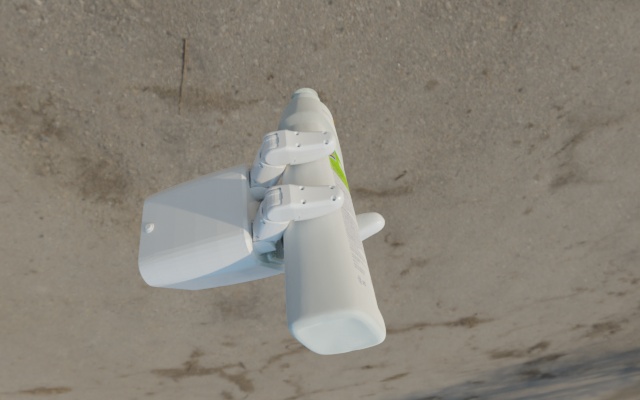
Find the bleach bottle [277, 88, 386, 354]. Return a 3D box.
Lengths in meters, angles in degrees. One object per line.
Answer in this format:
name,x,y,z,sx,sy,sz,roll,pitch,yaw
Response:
bleach bottle,0.000,0.001,0.437,0.068,0.250,0.103,-15,-33,11
